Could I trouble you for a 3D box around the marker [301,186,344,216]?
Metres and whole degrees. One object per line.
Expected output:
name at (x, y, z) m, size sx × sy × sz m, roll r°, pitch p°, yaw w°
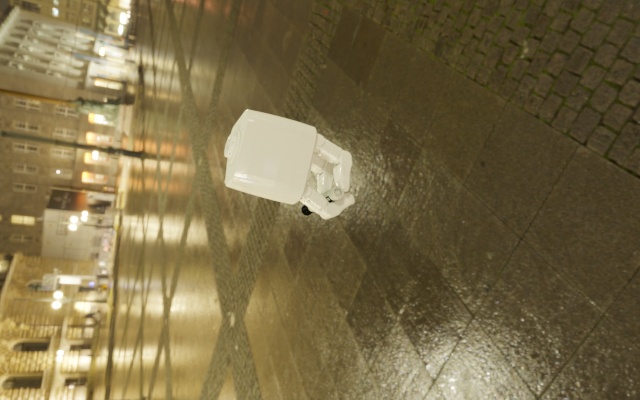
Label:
marker at (0.000, 0.002, 0.743) m, size 0.020 × 0.020 × 0.121 m, roll 0°, pitch -14°, yaw -26°
